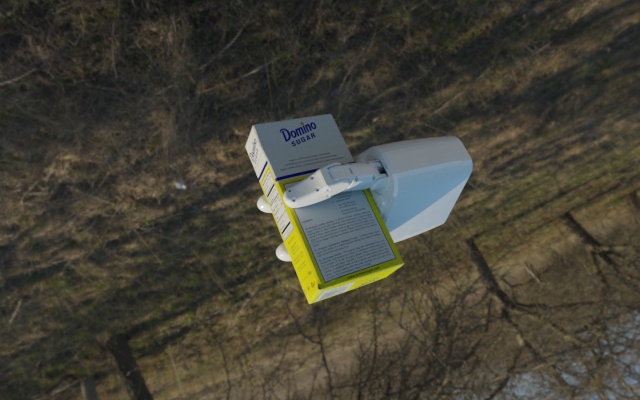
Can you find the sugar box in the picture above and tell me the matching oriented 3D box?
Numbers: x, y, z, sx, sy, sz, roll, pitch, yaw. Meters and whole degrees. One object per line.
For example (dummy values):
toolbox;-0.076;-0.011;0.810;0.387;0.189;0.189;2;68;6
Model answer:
sugar box;0.000;0.002;0.469;0.093;0.176;0.048;-13;-24;-28
